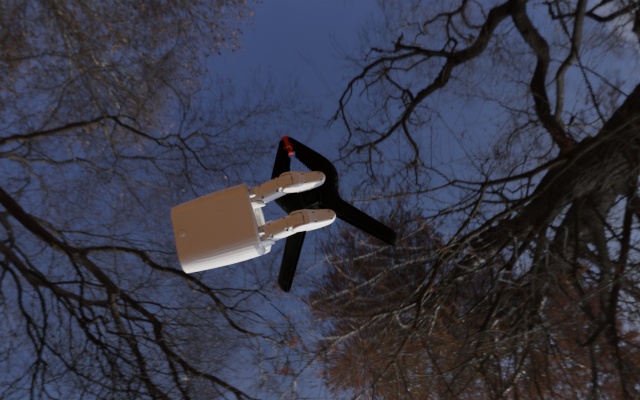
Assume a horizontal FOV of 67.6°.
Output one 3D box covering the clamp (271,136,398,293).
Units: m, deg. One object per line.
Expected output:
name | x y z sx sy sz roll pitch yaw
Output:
clamp | 0.000 0.002 0.647 0.164 0.210 0.036 -16 -20 -2
